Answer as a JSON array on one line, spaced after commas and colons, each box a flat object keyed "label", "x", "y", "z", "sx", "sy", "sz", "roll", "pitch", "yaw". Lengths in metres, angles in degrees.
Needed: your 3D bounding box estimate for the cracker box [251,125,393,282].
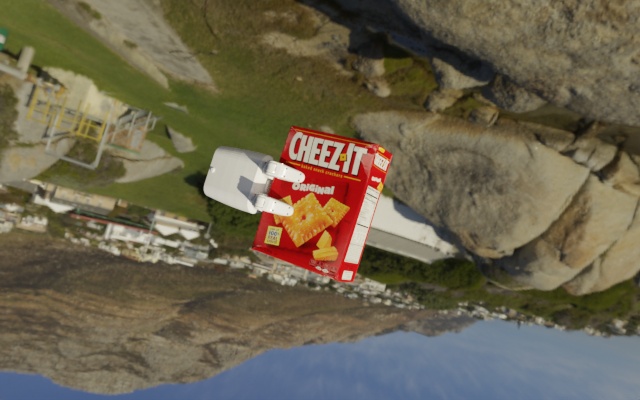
[{"label": "cracker box", "x": 0.000, "y": 0.003, "z": 0.757, "sx": 0.164, "sy": 0.213, "sz": 0.072, "roll": 16, "pitch": -2, "yaw": 28}]
